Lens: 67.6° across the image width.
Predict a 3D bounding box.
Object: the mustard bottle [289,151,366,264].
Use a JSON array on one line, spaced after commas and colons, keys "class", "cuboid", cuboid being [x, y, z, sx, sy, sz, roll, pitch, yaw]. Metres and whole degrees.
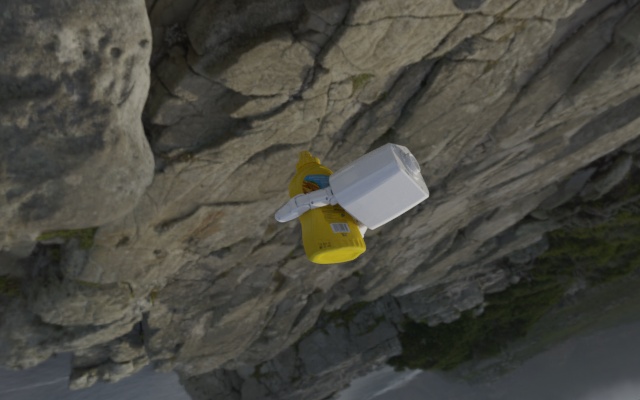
[{"class": "mustard bottle", "cuboid": [0.000, 0.003, 0.754, 0.096, 0.191, 0.058, 1, -32, -35]}]
